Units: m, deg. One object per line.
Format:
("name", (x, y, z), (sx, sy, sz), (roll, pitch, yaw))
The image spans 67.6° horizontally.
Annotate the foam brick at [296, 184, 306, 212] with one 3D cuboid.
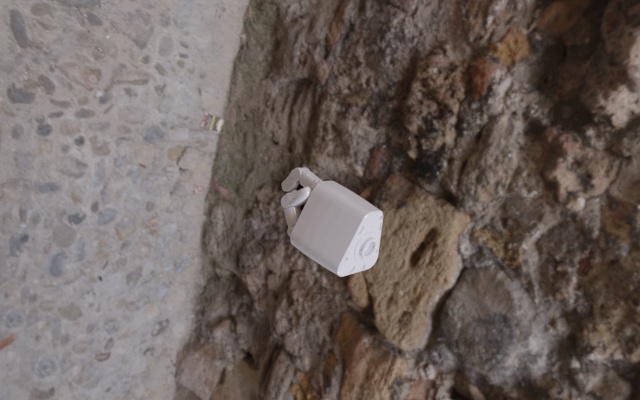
("foam brick", (0.000, 0.002, 0.799), (0.078, 0.053, 0.051), (-7, 30, -46))
